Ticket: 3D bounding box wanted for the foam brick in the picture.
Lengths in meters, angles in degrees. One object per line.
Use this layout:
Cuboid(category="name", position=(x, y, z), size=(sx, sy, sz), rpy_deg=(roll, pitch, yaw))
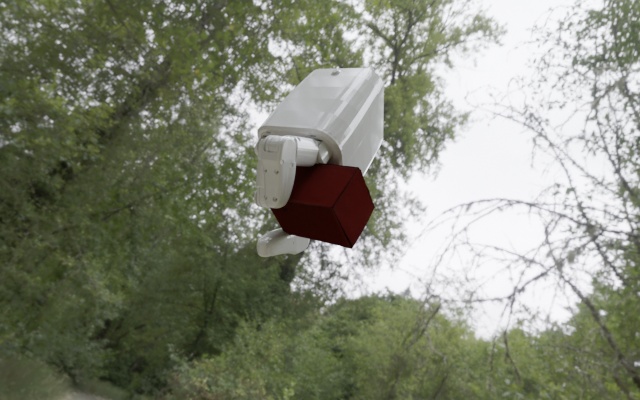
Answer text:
Cuboid(category="foam brick", position=(0.000, 0.002, 0.428), size=(0.078, 0.053, 0.051), rpy_deg=(10, 51, 36))
